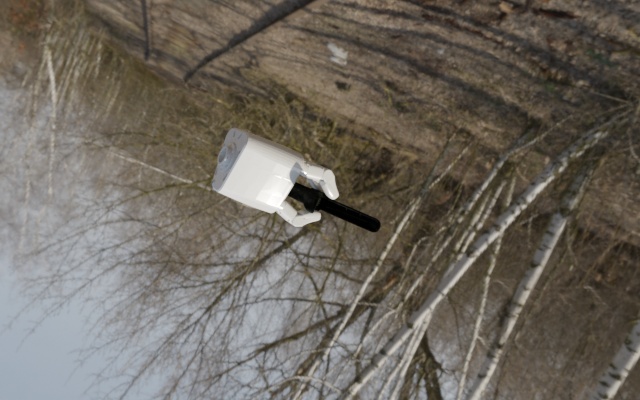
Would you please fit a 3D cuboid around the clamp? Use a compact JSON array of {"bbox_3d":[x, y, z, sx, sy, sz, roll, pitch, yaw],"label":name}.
[{"bbox_3d":[-0.001,0.003,0.857,0.164,0.036,0.210,21,4,-33],"label":"clamp"}]
